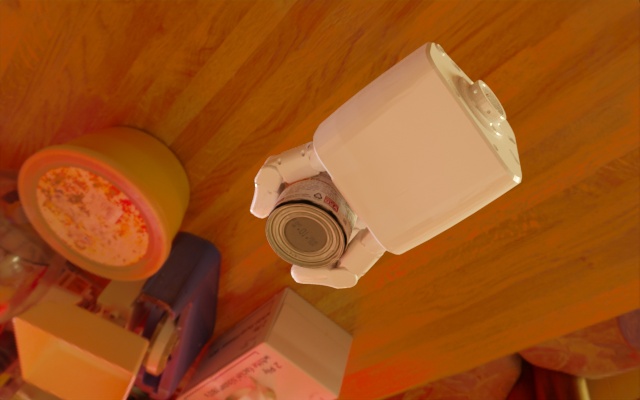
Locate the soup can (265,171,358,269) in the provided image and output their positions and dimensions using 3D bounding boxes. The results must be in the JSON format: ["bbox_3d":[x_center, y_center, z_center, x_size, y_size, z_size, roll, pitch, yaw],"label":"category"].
[{"bbox_3d":[0.000,0.002,0.412,0.068,0.068,0.102,0,33,17],"label":"soup can"}]
